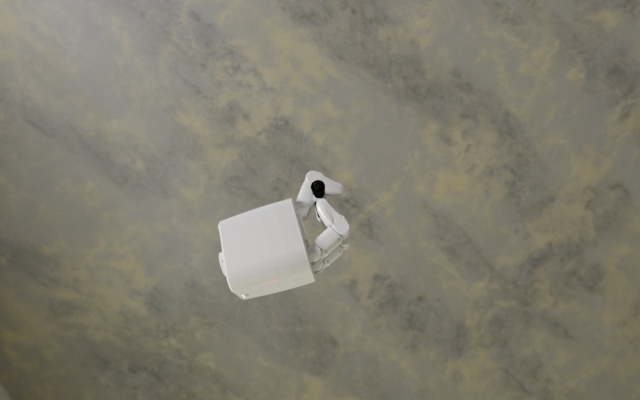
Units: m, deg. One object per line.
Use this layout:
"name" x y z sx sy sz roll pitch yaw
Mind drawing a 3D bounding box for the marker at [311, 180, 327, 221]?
"marker" 0.000 0.002 0.658 0.020 0.020 0.121 0 -21 4
